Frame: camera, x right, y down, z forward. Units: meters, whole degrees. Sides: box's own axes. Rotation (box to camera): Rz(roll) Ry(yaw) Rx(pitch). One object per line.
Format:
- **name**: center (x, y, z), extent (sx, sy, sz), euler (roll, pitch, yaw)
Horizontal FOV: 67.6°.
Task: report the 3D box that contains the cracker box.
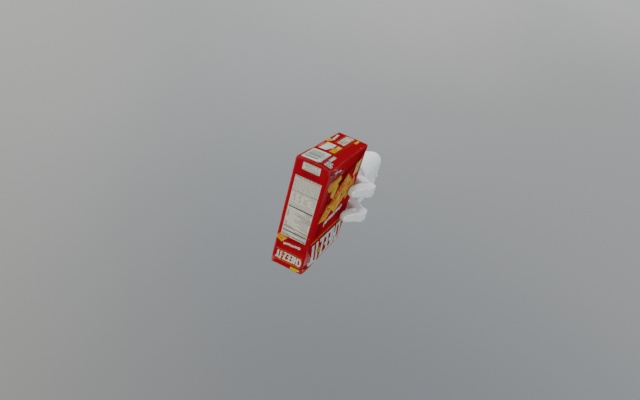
- **cracker box**: center (0.000, 0.003, 0.856), extent (0.072, 0.214, 0.164), euler (25, 30, 17)
